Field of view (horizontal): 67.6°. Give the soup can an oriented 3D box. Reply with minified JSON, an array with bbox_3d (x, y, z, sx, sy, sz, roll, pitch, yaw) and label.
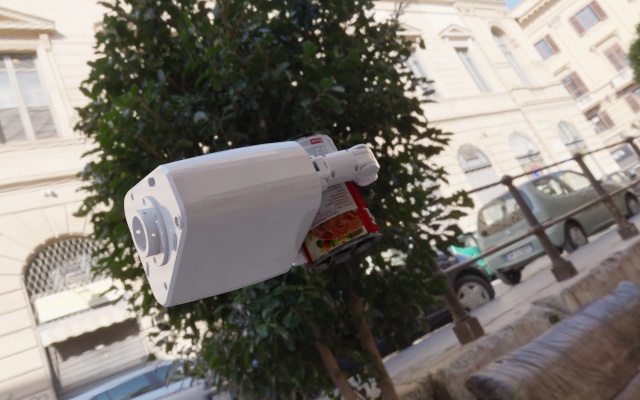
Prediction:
[{"bbox_3d":[0.000,0.001,0.409,0.068,0.102,0.068,-24,-16,-7],"label":"soup can"}]
